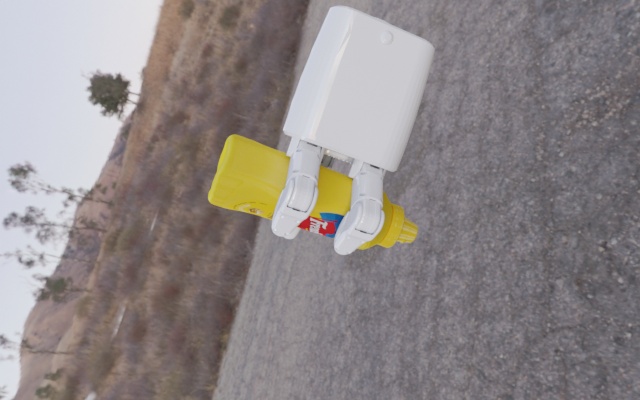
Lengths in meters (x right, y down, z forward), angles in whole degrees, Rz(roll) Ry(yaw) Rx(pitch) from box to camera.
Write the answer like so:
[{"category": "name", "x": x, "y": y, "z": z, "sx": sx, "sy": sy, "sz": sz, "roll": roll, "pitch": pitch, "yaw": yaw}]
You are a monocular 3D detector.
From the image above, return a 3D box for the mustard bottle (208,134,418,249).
[{"category": "mustard bottle", "x": 0.000, "y": 0.002, "z": 0.430, "sx": 0.191, "sy": 0.058, "sz": 0.096, "roll": 18, "pitch": -19, "yaw": -13}]
